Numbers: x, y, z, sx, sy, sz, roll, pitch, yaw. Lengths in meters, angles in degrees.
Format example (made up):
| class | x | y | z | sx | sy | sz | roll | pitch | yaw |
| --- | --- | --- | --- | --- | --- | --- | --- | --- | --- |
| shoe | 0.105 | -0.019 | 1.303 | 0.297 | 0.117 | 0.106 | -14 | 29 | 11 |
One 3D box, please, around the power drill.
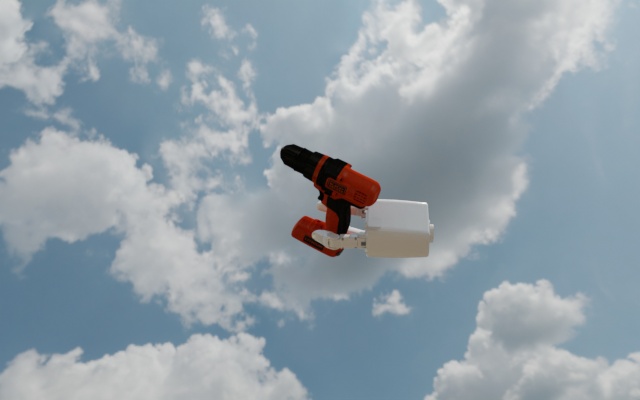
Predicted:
| class | x | y | z | sx | sy | sz | roll | pitch | yaw |
| --- | --- | --- | --- | --- | --- | --- | --- | --- | --- |
| power drill | 0.000 | 0.003 | 0.847 | 0.184 | 0.188 | 0.057 | 27 | 45 | 13 |
